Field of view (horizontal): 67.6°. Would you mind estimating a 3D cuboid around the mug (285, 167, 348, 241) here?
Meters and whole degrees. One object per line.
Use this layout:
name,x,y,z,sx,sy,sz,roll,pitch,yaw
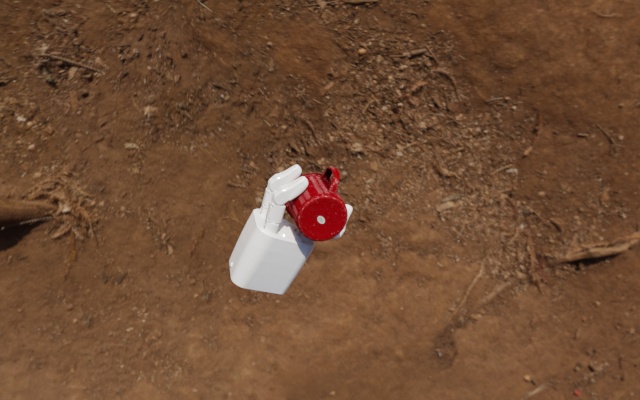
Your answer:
mug,0.001,0.001,0.755,0.093,0.117,0.081,22,17,-23
